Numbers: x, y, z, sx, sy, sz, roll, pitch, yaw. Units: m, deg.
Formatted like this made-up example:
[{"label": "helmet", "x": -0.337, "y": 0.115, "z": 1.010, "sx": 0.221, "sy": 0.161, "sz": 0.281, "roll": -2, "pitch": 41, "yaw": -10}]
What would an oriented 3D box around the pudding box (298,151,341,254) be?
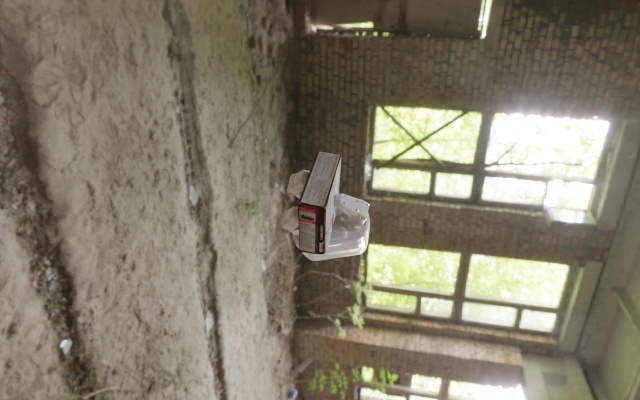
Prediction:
[{"label": "pudding box", "x": 0.000, "y": 0.002, "z": 0.639, "sx": 0.039, "sy": 0.090, "sz": 0.113, "roll": 7, "pitch": 42, "yaw": 8}]
